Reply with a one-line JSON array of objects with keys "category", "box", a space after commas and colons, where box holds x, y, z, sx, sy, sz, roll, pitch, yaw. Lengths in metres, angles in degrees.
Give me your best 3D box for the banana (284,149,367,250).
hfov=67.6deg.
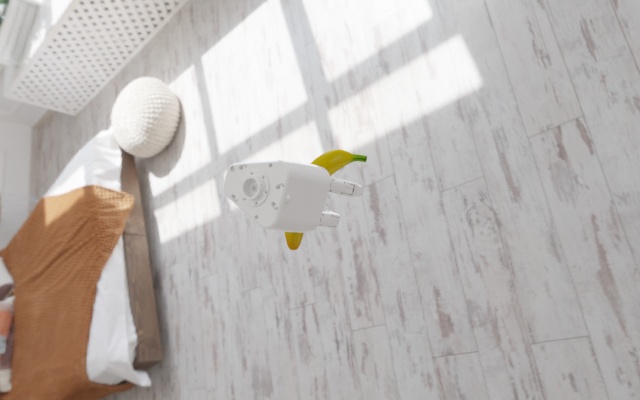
[{"category": "banana", "box": [-0.012, -0.012, 0.769, 0.069, 0.198, 0.037, 41, 12, 13]}]
